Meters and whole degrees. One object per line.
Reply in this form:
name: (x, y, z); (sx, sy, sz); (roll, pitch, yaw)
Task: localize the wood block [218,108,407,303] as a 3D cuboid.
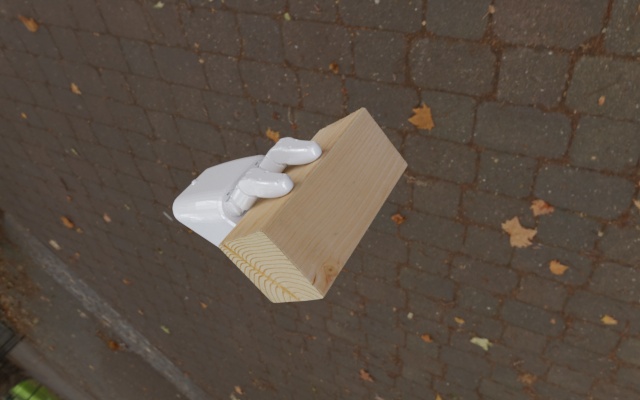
wood block: (0.000, 0.002, 0.522); (0.090, 0.091, 0.206); (-19, 27, 49)
